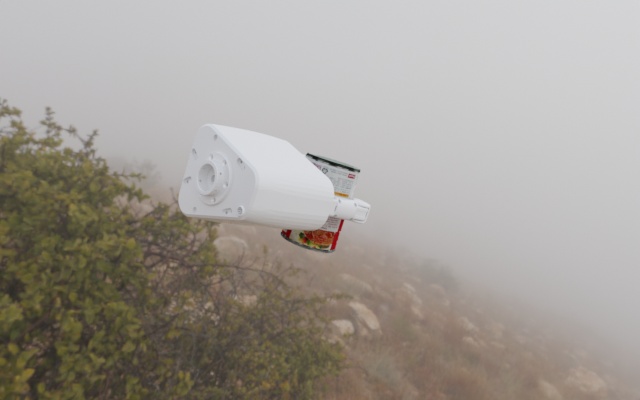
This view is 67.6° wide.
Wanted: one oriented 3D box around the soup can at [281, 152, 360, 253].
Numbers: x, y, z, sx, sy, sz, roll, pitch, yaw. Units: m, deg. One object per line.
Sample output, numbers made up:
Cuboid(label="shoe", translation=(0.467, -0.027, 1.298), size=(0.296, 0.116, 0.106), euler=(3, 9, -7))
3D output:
Cuboid(label="soup can", translation=(0.001, 0.002, 0.559), size=(0.068, 0.102, 0.068), euler=(17, 7, -2))
